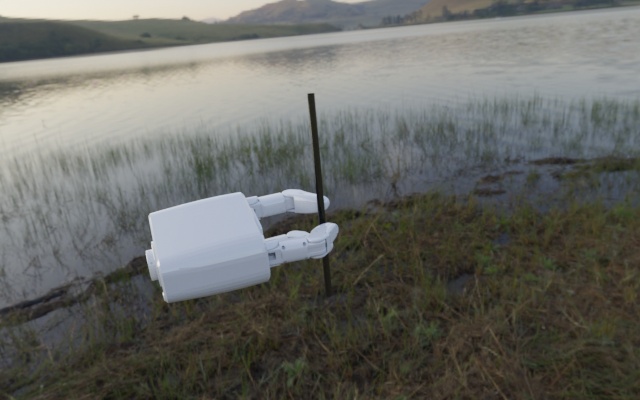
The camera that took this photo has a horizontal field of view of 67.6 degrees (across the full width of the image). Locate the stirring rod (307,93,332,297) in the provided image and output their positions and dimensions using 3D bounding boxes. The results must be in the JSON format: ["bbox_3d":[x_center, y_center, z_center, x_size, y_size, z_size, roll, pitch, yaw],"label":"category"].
[{"bbox_3d":[0.000,0.002,0.537,0.011,0.240,0.011,-5,20,2],"label":"stirring rod"}]
